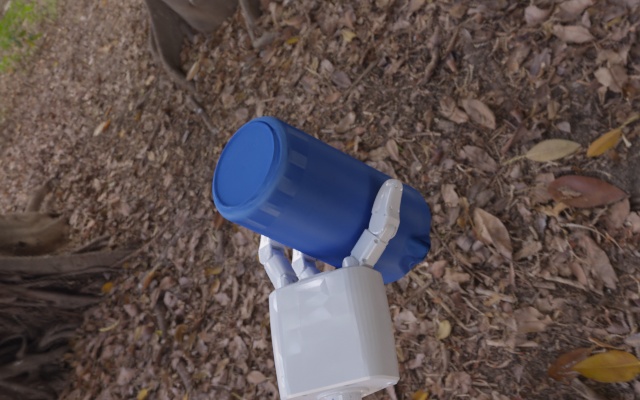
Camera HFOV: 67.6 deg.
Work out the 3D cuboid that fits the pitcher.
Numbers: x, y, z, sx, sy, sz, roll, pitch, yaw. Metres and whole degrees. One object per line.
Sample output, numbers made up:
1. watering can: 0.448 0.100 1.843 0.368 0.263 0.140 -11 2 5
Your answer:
1. pitcher: 0.000 0.002 0.538 0.149 0.145 0.243 -28 -37 32
